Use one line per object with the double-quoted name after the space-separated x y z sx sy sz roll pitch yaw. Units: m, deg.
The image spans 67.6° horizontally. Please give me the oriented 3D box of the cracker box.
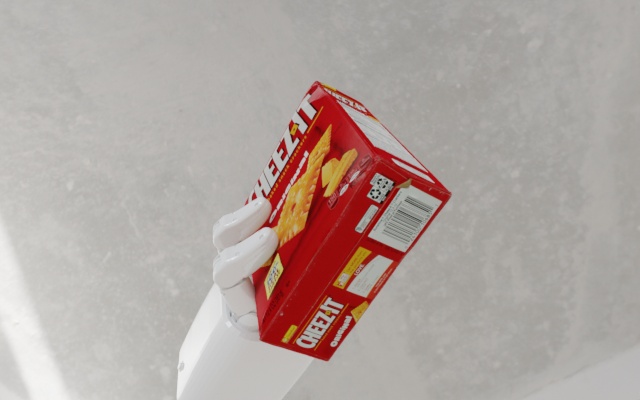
0.000 0.002 0.423 0.072 0.164 0.213 25 19 -24 "cracker box"
